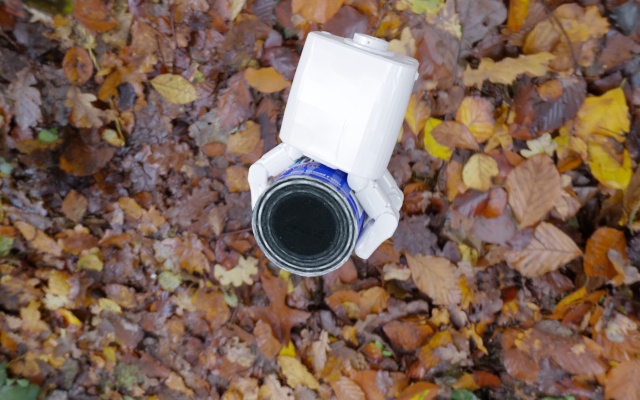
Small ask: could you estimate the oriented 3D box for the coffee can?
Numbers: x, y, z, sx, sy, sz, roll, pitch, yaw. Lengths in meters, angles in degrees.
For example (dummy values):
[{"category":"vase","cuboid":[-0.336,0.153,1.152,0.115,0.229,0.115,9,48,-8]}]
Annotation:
[{"category":"coffee can","cuboid":[0.000,0.002,0.507,0.103,0.103,0.140,0,20,14]}]
